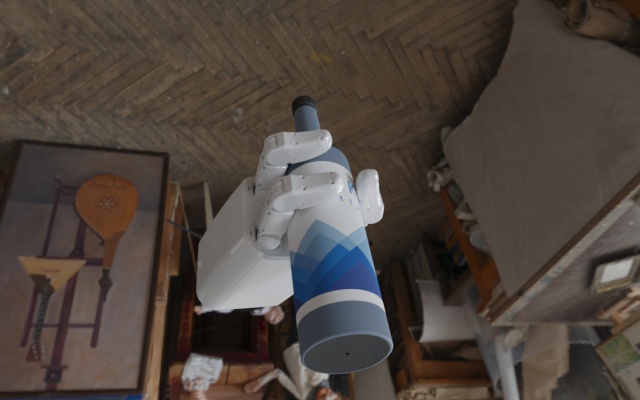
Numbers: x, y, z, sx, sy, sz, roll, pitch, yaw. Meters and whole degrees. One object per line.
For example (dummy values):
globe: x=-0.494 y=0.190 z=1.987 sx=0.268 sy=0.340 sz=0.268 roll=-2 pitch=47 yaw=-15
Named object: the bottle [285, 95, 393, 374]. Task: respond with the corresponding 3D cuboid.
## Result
bottle: x=0.000 y=0.002 z=0.435 sx=0.069 sy=0.295 sz=0.069 roll=-5 pitch=-42 yaw=-5
